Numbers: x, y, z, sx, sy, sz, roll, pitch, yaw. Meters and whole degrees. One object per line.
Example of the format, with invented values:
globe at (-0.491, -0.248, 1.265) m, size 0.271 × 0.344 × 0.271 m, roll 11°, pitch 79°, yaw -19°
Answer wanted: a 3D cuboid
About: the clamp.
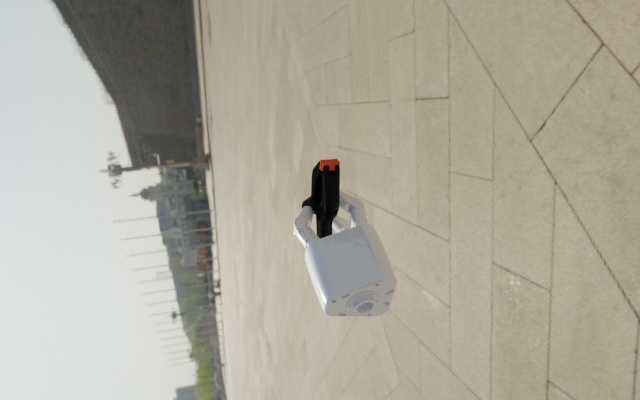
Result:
clamp at (-0.001, 0.002, 0.806) m, size 0.036 × 0.210 × 0.164 m, roll -7°, pitch 44°, yaw -14°
